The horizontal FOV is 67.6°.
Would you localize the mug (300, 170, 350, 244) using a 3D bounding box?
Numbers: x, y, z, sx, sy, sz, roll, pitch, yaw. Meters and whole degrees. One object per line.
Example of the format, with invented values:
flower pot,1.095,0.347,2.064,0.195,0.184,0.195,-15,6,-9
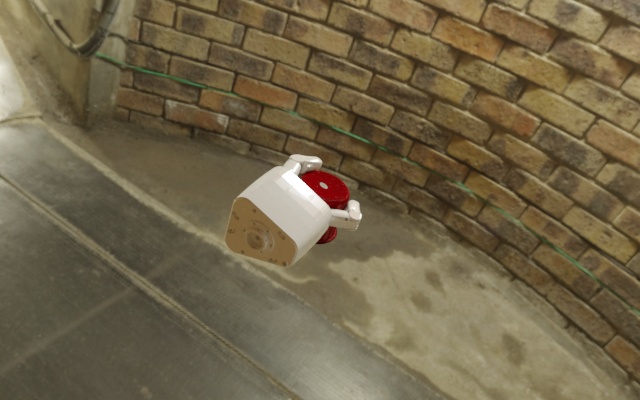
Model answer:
mug,0.001,0.002,0.756,0.093,0.081,0.117,29,34,10
